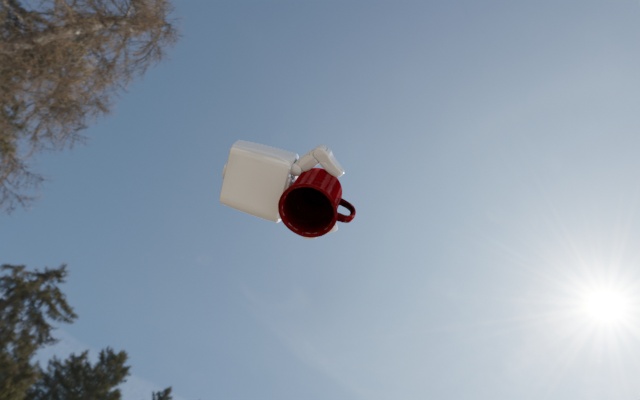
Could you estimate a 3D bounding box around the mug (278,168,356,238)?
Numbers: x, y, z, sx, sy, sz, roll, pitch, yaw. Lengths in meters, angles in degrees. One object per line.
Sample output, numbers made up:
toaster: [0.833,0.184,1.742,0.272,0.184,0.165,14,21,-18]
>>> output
mug: [0.002,0.003,0.757,0.117,0.093,0.081,17,29,5]
